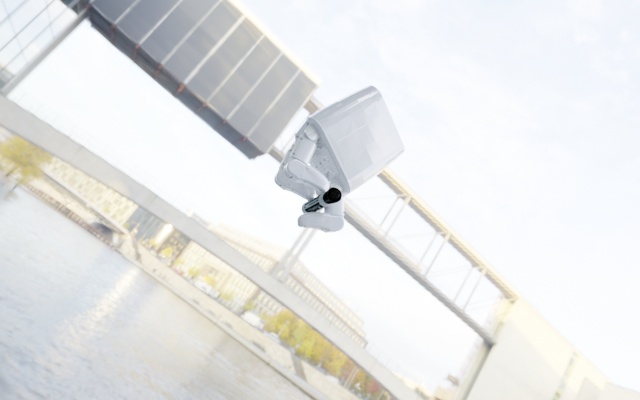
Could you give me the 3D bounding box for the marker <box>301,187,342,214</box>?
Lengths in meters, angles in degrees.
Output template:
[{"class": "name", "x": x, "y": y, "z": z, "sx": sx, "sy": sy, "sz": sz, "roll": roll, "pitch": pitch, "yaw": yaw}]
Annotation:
[{"class": "marker", "x": 0.000, "y": 0.002, "z": 0.616, "sx": 0.020, "sy": 0.020, "sz": 0.121, "roll": 0, "pitch": -9, "yaw": -18}]
